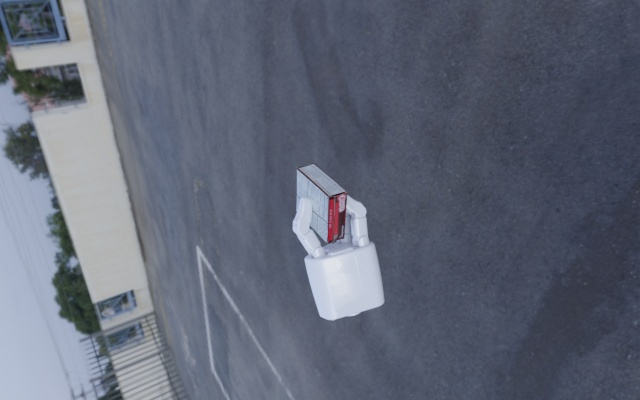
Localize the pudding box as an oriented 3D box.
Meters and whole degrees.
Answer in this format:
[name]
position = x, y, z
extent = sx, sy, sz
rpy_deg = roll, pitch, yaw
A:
[pudding box]
position = 0.000, 0.003, 0.782
extent = 0.039, 0.090, 0.113
rpy_deg = -15, 35, -27
